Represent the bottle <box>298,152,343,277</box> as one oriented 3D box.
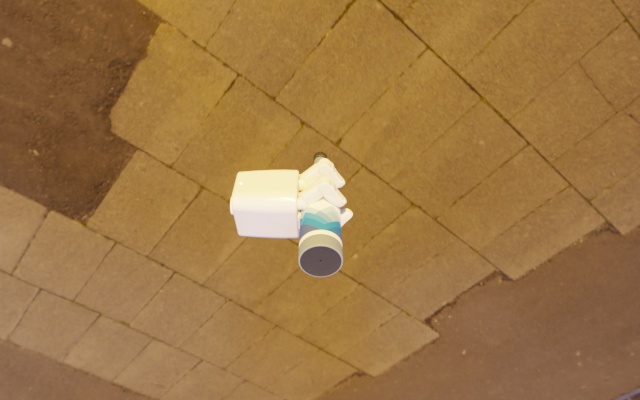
[{"bbox_3d":[0.000,0.003,0.822,0.069,0.069,0.295,0,37,0],"label":"bottle"}]
